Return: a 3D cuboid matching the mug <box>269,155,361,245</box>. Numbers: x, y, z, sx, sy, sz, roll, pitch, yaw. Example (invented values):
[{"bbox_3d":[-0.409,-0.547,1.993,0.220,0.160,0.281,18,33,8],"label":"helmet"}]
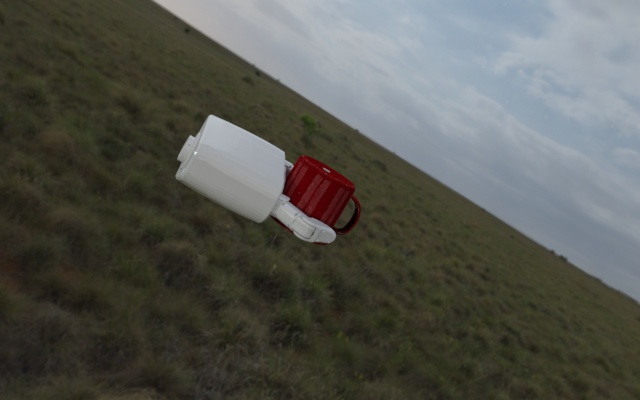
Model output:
[{"bbox_3d":[0.001,0.002,0.601,0.117,0.081,0.093,28,11,-20],"label":"mug"}]
